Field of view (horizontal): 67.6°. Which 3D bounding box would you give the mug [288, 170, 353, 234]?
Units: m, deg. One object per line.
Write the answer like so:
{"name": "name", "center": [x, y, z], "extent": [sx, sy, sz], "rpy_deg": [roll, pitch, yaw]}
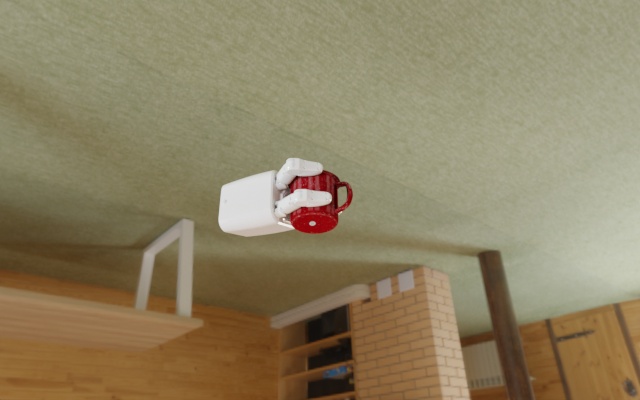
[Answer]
{"name": "mug", "center": [0.001, 0.003, 0.812], "extent": [0.117, 0.081, 0.093], "rpy_deg": [-12, -31, 20]}
